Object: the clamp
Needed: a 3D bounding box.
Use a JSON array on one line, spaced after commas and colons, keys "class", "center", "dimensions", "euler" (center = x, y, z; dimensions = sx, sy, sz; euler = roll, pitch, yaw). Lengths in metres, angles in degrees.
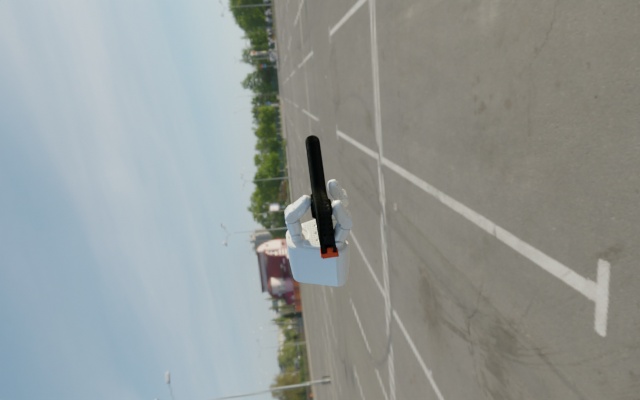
[{"class": "clamp", "center": [-0.001, 0.003, 0.812], "dimensions": [0.036, 0.165, 0.209], "euler": [-8, 43, -2]}]
